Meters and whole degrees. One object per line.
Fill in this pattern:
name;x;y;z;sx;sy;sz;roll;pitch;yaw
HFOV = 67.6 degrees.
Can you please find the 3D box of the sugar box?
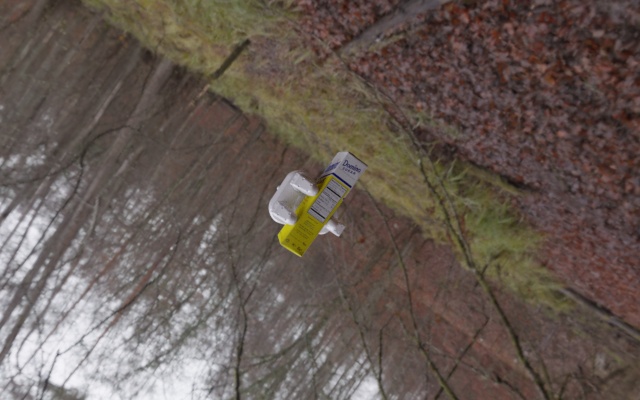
sugar box;0.000;0.002;0.767;0.048;0.176;0.093;34;-1;-10
